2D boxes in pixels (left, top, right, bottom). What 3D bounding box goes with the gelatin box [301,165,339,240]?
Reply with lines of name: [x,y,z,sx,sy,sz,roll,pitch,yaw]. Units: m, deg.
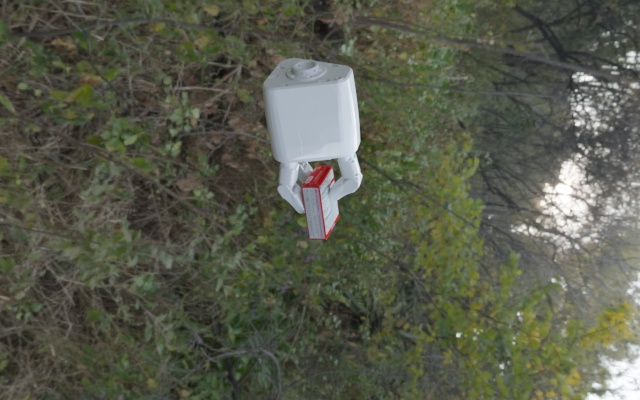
gelatin box: [0.001,0.003,0.702,0.030,0.089,0.073,0,26,18]
